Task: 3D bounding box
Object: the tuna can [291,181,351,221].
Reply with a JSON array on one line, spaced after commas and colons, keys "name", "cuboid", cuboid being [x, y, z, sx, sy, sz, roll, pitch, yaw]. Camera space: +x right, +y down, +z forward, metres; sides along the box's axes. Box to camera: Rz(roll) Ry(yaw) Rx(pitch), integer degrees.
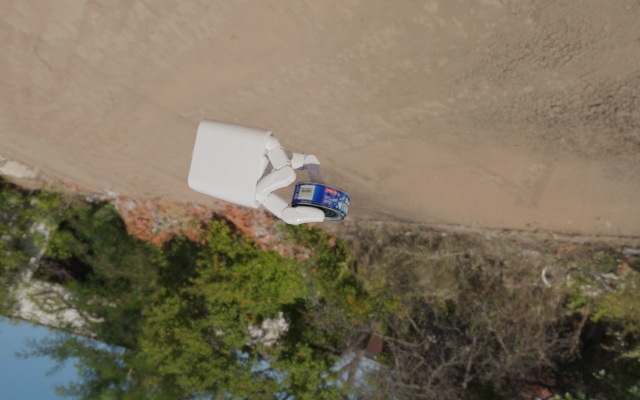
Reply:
[{"name": "tuna can", "cuboid": [0.000, 0.003, 0.712, 0.086, 0.033, 0.086, 12, -15, 3]}]
